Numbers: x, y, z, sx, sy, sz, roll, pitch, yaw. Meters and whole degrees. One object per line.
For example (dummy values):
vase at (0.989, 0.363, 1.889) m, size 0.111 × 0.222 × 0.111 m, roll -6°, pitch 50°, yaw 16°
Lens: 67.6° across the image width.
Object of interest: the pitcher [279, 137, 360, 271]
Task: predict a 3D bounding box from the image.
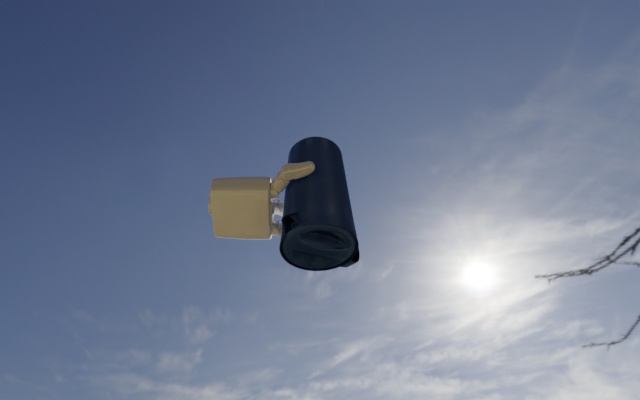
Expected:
pitcher at (0.000, 0.003, 0.882) m, size 0.145 × 0.242 × 0.149 m, roll 1°, pitch -43°, yaw -3°
